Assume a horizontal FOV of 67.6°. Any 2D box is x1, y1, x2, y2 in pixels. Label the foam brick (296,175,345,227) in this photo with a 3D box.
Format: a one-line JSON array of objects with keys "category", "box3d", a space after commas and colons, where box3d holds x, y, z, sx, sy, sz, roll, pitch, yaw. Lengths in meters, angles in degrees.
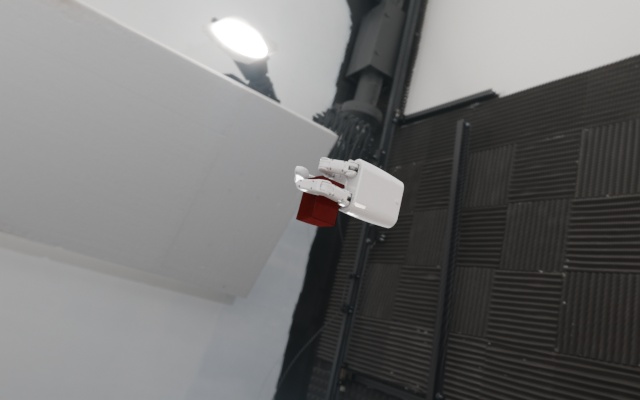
[{"category": "foam brick", "box3d": [0.000, 0.003, 0.829, 0.051, 0.078, 0.053, 23, -16, -30]}]
